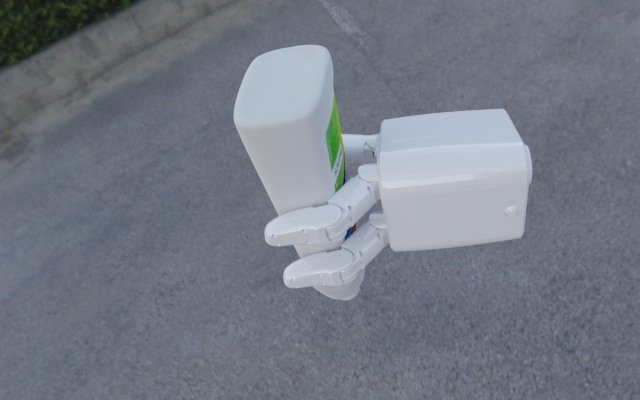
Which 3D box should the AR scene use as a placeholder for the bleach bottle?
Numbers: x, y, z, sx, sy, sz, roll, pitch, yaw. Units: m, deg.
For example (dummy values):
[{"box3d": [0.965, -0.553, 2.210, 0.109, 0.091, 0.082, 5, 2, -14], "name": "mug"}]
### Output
[{"box3d": [0.000, 0.001, 0.423, 0.068, 0.102, 0.251, -5, -44, 13], "name": "bleach bottle"}]
